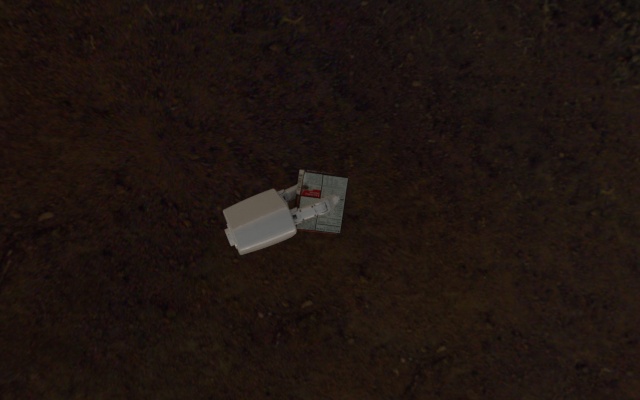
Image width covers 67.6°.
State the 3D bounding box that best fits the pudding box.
[{"bbox_3d":[0.000,0.003,0.890,0.090,0.113,0.039,7,6,-15],"label":"pudding box"}]
